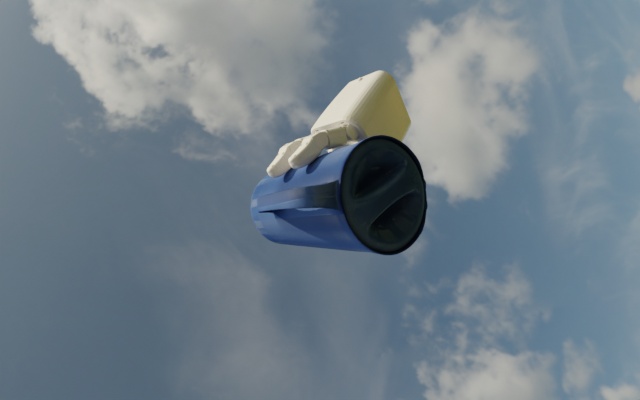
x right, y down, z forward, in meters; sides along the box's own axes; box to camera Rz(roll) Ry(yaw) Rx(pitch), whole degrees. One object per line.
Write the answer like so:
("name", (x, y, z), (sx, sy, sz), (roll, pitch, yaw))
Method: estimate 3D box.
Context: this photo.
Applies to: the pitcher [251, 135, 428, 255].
("pitcher", (0.000, 0.002, 0.613), (0.149, 0.145, 0.243), (47, -29, -23))
